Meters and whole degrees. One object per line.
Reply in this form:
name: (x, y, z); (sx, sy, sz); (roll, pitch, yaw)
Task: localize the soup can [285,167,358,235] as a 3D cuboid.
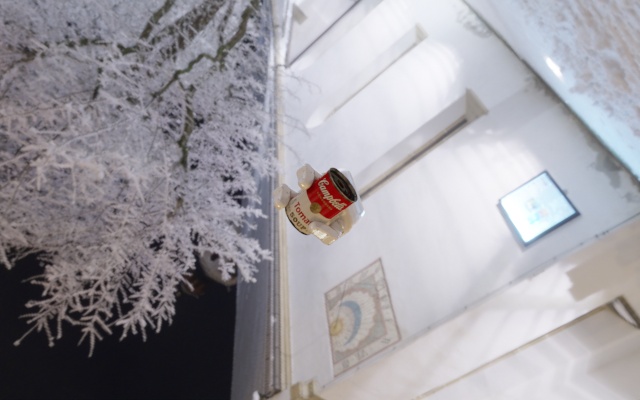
soup can: (0.000, 0.003, 0.779); (0.102, 0.068, 0.068); (-37, -16, 22)
